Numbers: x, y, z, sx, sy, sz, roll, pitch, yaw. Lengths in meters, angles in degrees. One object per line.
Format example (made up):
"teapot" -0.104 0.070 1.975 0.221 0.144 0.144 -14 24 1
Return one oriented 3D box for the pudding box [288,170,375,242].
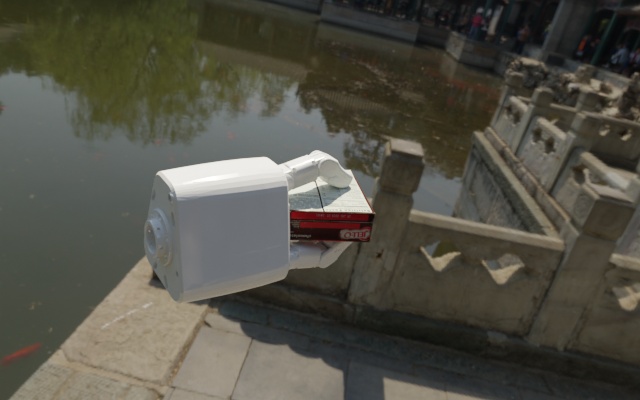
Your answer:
"pudding box" 0.000 0.002 0.507 0.090 0.039 0.113 4 28 -11
